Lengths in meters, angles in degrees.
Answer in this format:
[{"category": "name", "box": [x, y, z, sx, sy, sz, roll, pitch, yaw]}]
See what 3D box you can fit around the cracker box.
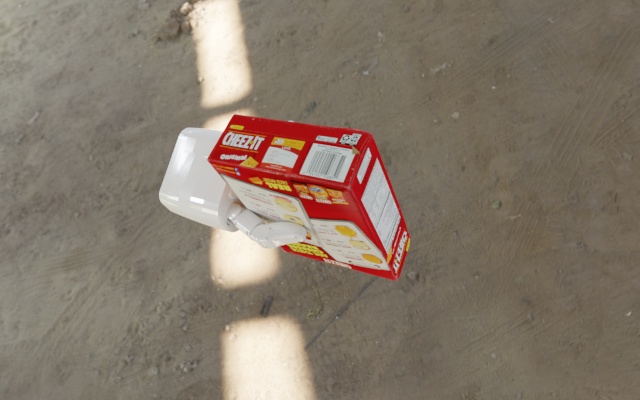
[{"category": "cracker box", "box": [0.000, 0.002, 0.536, 0.164, 0.072, 0.214, 12, -26, 28]}]
